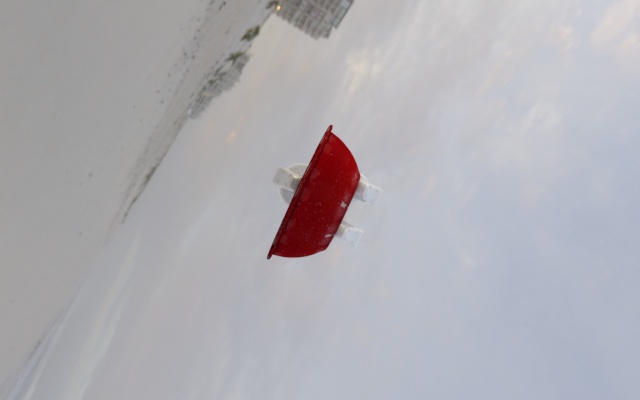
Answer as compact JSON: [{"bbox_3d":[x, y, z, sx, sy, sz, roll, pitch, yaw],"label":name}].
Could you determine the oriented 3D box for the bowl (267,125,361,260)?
[{"bbox_3d":[0.000,0.002,0.520,0.055,0.162,0.162,26,0,0],"label":"bowl"}]
